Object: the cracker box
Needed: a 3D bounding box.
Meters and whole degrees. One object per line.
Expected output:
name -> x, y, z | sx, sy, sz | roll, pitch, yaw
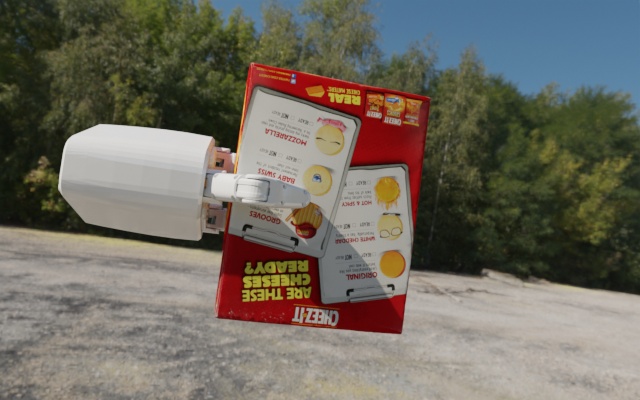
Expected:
cracker box -> 0.000, 0.001, 0.435 | 0.164, 0.213, 0.072 | 8, -3, -11
